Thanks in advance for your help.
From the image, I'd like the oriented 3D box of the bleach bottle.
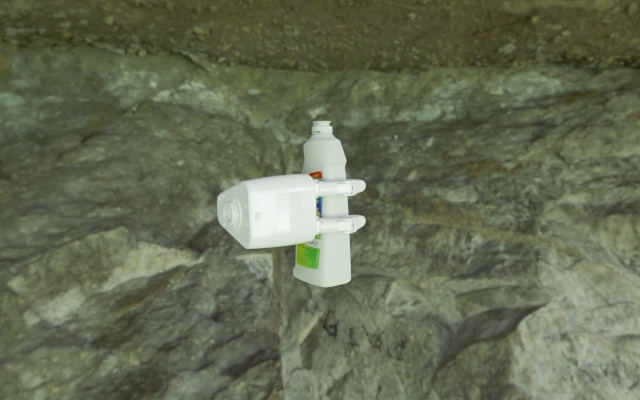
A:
[{"bbox_3d":[0.000,0.003,0.755,0.068,0.251,0.102,-6,8,-35],"label":"bleach bottle"}]
